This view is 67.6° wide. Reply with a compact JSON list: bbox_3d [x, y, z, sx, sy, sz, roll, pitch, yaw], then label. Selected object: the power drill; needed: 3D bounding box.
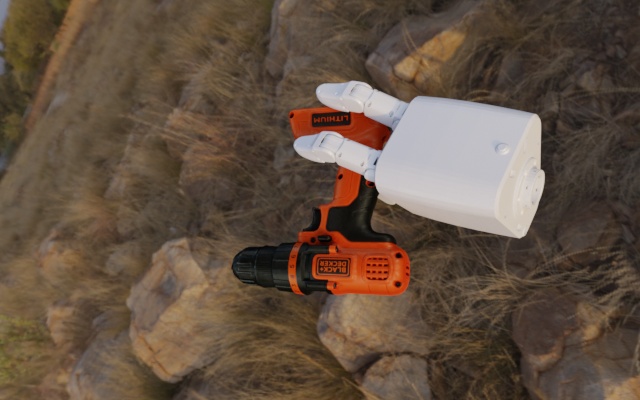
[{"bbox_3d":[0.000,0.001,0.486,0.184,0.187,0.057,0,-11,19],"label":"power drill"}]
